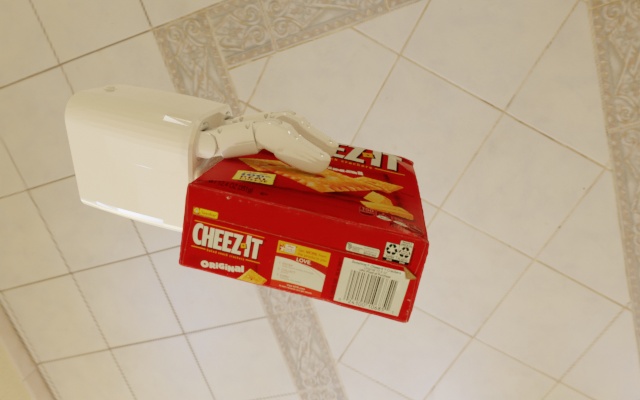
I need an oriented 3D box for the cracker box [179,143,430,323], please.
[{"bbox_3d":[0.000,0.002,0.410,0.164,0.072,0.213,13,20,3],"label":"cracker box"}]
